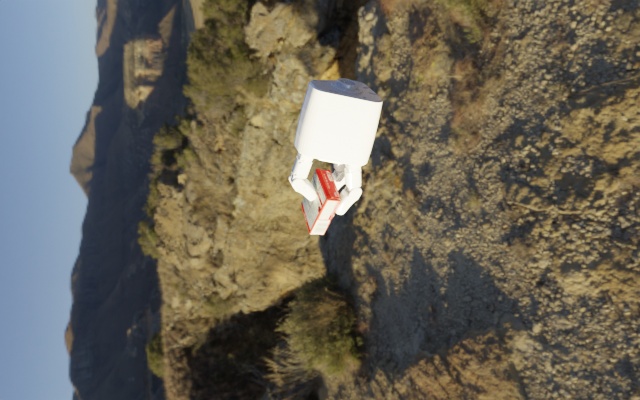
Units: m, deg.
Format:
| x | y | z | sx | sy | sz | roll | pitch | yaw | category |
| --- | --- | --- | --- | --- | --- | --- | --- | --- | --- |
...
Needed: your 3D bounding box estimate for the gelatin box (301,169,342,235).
| x | y | z | sx | sy | sz | roll | pitch | yaw | category |
| --- | --- | --- | --- | --- | --- | --- | --- | --- | --- |
| 0.000 | 0.003 | 0.810 | 0.030 | 0.073 | 0.089 | 5 | -47 | -24 | gelatin box |
